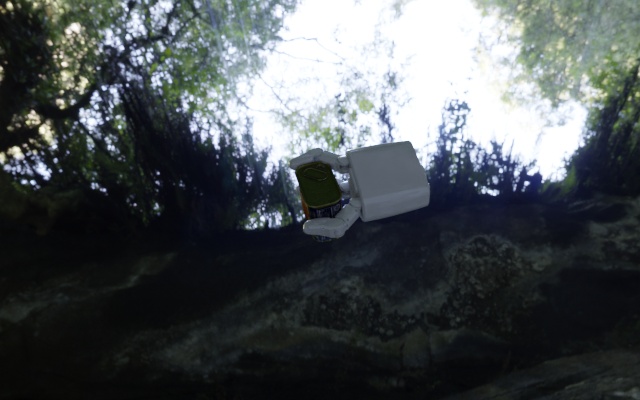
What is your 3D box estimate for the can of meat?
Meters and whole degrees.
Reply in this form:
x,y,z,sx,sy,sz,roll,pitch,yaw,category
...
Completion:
x,y,z,sx,sy,sz,roll,pitch,yaw,category
0.000,0.003,0.746,0.057,0.084,0.102,-15,44,-7,can of meat
